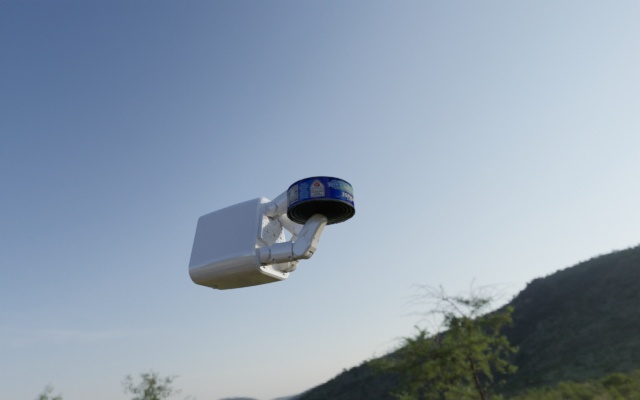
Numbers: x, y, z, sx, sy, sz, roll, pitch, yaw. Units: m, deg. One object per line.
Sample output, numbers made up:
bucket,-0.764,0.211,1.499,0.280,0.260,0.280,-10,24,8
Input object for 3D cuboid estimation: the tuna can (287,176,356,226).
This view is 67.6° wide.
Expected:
tuna can,0.000,0.001,0.598,0.086,0.033,0.086,-2,-23,-1
